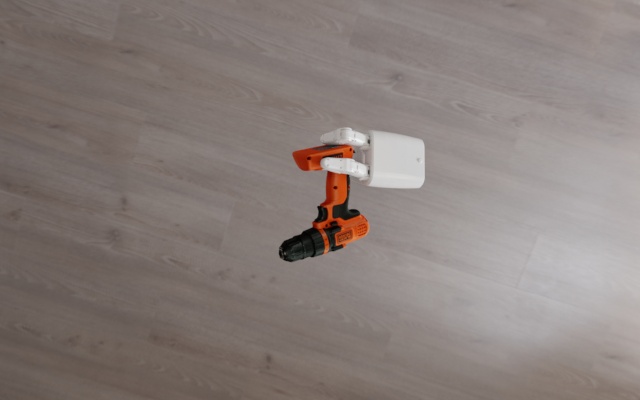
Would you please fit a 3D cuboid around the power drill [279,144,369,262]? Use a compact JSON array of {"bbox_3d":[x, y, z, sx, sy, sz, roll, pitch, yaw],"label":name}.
[{"bbox_3d":[0.000,0.002,0.827,0.184,0.188,0.057,-18,22,-33],"label":"power drill"}]
